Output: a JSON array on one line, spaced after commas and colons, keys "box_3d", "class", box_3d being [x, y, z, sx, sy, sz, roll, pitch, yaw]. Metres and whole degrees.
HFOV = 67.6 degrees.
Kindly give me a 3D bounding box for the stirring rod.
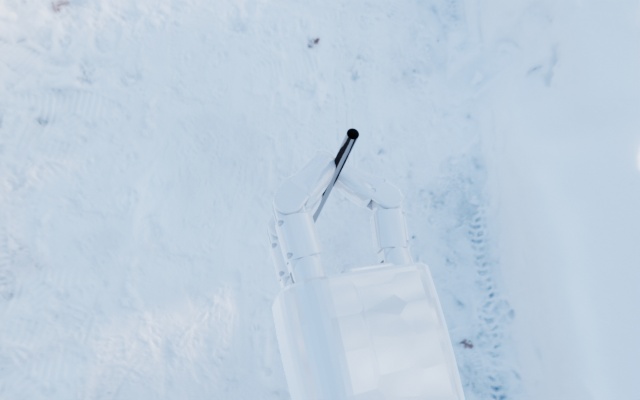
[{"box_3d": [0.000, 0.001, 0.406, 0.011, 0.011, 0.240, 0, -21, -10], "class": "stirring rod"}]
